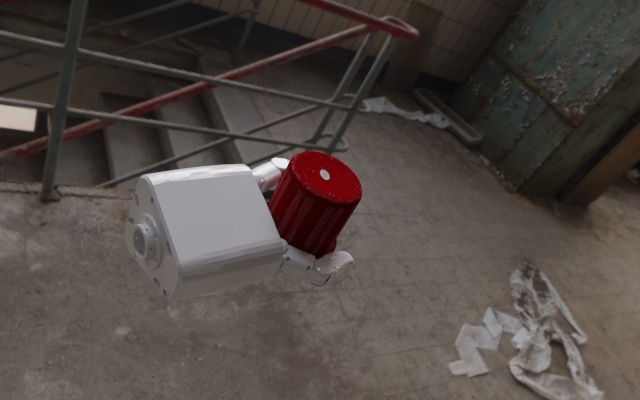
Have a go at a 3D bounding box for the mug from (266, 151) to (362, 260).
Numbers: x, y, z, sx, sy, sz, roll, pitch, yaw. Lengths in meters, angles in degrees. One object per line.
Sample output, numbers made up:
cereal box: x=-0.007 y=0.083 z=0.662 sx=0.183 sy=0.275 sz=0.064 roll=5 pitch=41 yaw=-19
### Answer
mug: x=0.001 y=0.001 z=0.506 sx=0.117 sy=0.081 sz=0.093 roll=-9 pitch=51 yaw=-42
